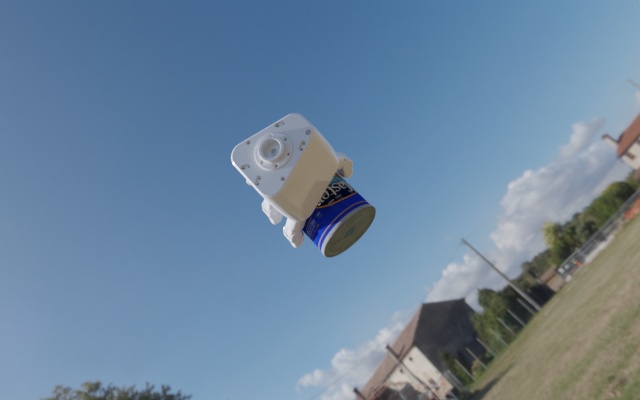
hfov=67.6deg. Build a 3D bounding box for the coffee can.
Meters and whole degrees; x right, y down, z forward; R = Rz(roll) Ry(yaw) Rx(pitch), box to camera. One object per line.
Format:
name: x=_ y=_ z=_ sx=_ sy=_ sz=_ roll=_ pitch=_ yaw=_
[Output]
coffee can: x=0.000 y=0.002 z=0.731 sx=0.140 sy=0.103 sz=0.103 roll=46 pitch=22 yaw=24
